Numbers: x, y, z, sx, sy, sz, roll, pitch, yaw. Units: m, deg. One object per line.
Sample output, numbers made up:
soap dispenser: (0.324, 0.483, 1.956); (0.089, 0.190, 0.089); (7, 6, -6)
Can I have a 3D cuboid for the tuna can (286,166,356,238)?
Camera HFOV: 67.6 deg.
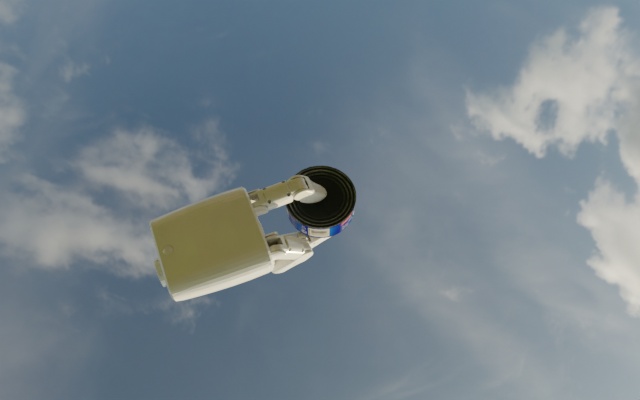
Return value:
tuna can: (0.000, 0.002, 0.584); (0.086, 0.086, 0.034); (0, -28, 0)
